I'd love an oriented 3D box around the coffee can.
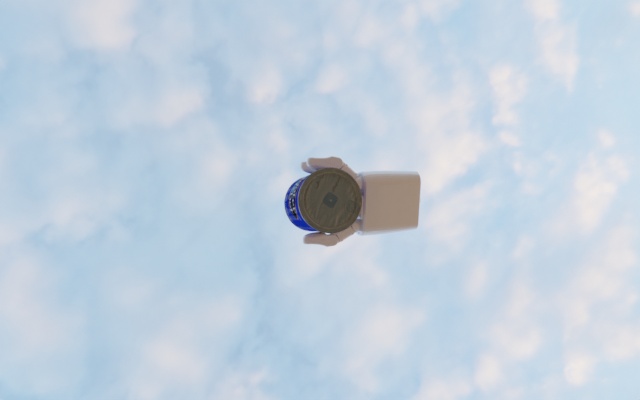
[{"bbox_3d":[0.000,0.003,0.804,0.103,0.103,0.140,0,-2,-13],"label":"coffee can"}]
